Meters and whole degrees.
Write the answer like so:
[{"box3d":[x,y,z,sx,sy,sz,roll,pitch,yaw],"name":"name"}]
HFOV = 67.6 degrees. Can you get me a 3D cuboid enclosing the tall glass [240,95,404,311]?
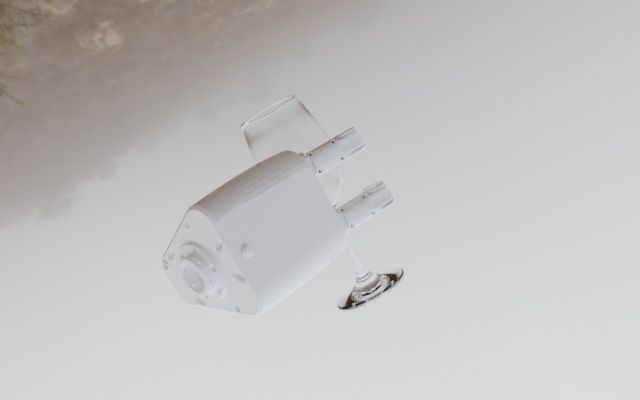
[{"box3d":[0.000,0.002,0.460,0.079,0.201,0.079,-29,5,3],"name":"tall glass"}]
